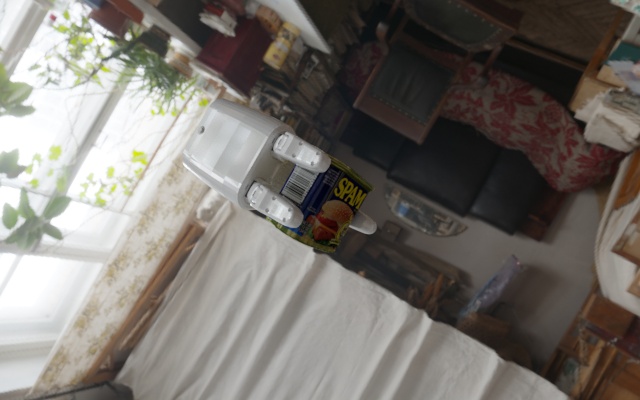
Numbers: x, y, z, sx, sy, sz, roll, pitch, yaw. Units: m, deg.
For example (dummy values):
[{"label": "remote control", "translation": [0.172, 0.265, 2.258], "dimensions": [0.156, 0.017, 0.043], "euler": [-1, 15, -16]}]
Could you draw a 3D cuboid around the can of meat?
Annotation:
[{"label": "can of meat", "translation": [0.000, 0.002, 0.483], "dimensions": [0.057, 0.084, 0.102], "euler": [30, 0, 28]}]
